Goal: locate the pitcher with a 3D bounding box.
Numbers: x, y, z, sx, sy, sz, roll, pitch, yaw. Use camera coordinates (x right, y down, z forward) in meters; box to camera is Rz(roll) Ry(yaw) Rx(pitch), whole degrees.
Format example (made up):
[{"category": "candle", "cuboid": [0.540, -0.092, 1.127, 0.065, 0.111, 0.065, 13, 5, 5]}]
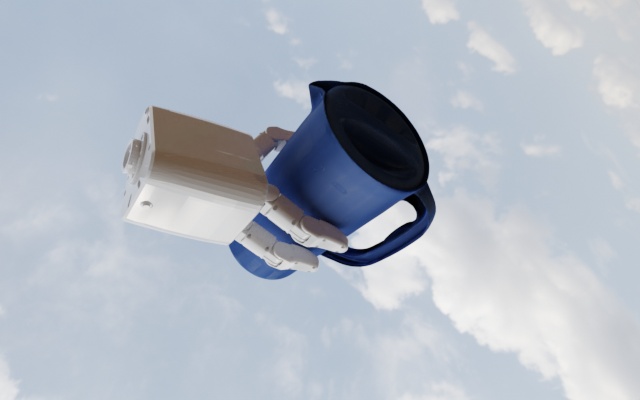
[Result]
[{"category": "pitcher", "cuboid": [0.000, 0.002, 0.534, 0.145, 0.149, 0.243, 14, -40, -33]}]
